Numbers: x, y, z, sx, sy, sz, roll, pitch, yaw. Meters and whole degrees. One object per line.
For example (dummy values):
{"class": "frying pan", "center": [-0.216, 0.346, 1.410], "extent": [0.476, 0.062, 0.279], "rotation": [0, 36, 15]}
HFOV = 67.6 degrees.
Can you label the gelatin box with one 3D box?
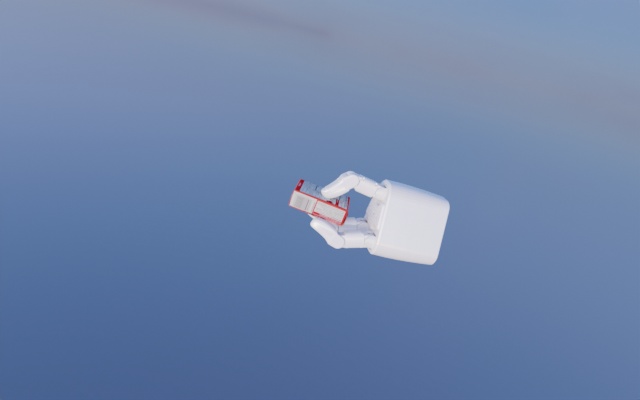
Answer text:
{"class": "gelatin box", "center": [0.000, 0.002, 0.742], "extent": [0.089, 0.030, 0.073], "rotation": [22, 17, -1]}
